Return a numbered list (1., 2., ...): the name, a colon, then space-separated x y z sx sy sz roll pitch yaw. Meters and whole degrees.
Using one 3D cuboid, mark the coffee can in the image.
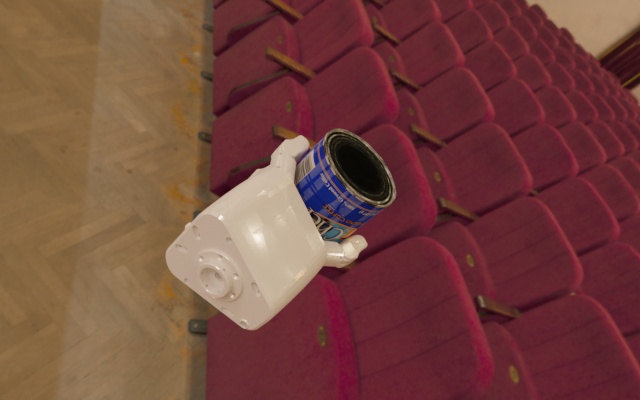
1. coffee can: 0.000 0.002 0.545 0.103 0.102 0.140 0 -33 -49
